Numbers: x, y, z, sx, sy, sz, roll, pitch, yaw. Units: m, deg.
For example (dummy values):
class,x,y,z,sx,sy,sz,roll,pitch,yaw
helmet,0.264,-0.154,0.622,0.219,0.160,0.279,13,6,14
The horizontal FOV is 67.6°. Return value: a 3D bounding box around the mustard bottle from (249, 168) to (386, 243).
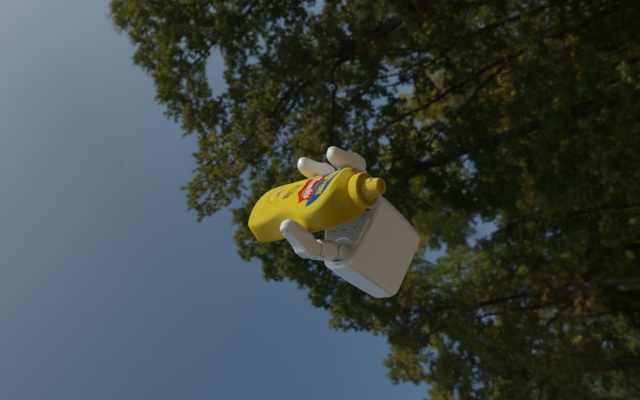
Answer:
class,x,y,z,sx,sy,sz,roll,pitch,yaw
mustard bottle,0.000,0.002,0.598,0.191,0.058,0.096,-14,24,42
